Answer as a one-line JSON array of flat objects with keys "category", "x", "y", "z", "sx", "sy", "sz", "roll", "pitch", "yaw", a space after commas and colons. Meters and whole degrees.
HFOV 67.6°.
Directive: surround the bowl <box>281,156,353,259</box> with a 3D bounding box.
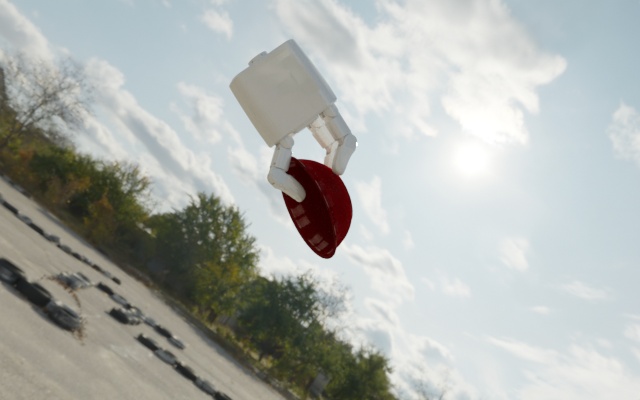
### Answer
[{"category": "bowl", "x": 0.001, "y": 0.003, "z": 0.702, "sx": 0.055, "sy": 0.162, "sz": 0.162, "roll": -23, "pitch": 9, "yaw": -22}]
